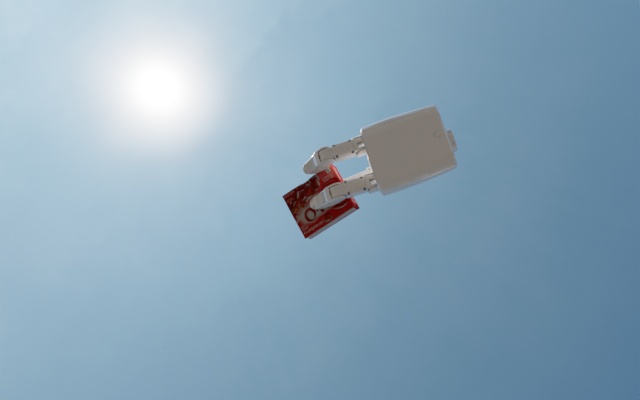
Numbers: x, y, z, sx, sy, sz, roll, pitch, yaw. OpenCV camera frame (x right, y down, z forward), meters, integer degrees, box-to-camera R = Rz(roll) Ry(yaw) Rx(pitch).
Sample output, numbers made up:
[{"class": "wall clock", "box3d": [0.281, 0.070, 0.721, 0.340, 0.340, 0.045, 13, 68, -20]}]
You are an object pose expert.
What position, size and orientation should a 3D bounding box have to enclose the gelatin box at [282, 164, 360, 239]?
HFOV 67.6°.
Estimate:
[{"class": "gelatin box", "box3d": [0.000, 0.002, 0.690, 0.089, 0.073, 0.030, -33, -16, 13]}]
